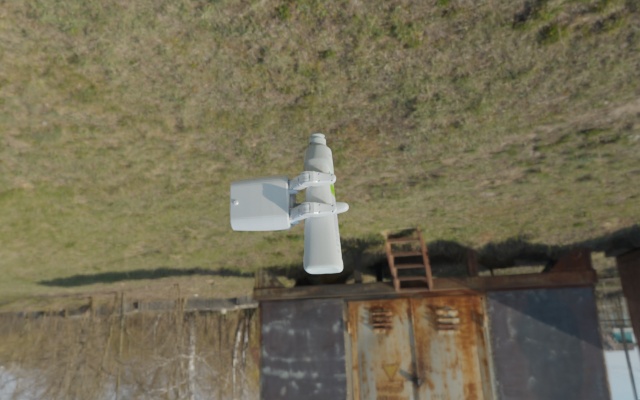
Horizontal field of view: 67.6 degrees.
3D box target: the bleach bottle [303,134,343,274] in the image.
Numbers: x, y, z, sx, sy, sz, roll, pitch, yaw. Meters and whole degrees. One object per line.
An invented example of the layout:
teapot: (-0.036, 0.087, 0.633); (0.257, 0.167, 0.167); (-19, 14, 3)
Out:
bleach bottle: (0.000, 0.003, 0.872); (0.068, 0.250, 0.102); (-4, -15, 5)
